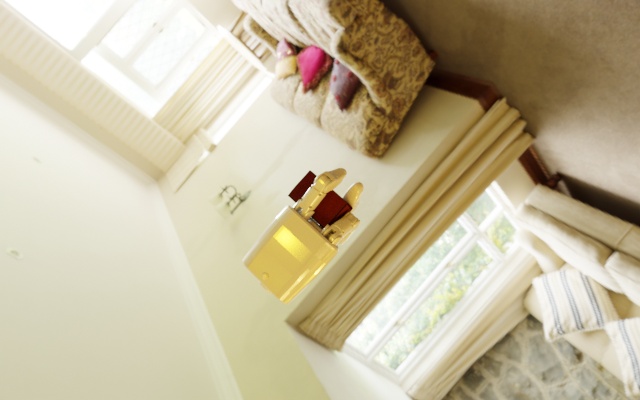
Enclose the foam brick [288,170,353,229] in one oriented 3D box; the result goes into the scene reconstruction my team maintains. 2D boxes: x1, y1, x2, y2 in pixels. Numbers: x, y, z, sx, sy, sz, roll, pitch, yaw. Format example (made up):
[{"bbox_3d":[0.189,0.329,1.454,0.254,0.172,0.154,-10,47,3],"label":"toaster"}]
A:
[{"bbox_3d":[0.000,0.002,0.702,0.078,0.051,0.053,42,1,16],"label":"foam brick"}]
